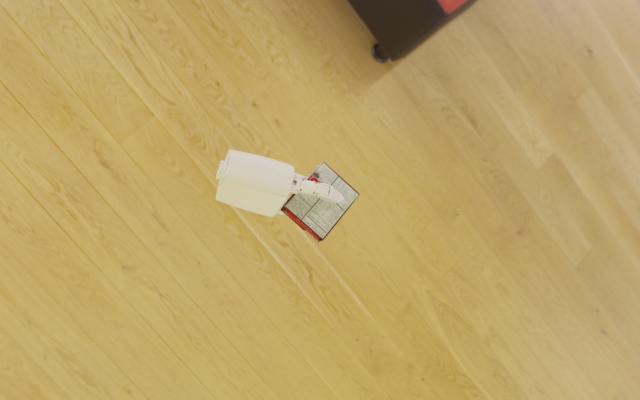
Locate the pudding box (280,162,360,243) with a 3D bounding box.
[{"bbox_3d":[0.000,0.003,0.829,0.090,0.113,0.039,42,-17,-6],"label":"pudding box"}]
